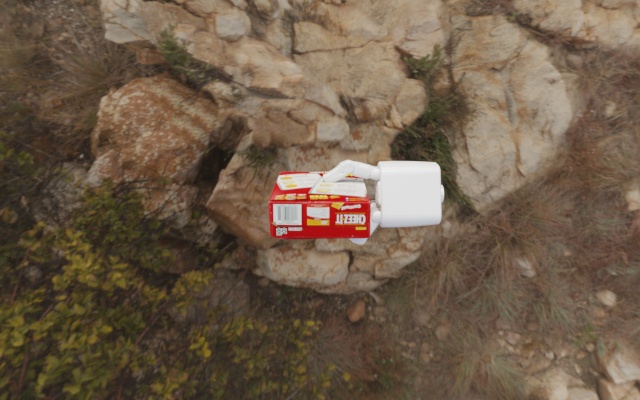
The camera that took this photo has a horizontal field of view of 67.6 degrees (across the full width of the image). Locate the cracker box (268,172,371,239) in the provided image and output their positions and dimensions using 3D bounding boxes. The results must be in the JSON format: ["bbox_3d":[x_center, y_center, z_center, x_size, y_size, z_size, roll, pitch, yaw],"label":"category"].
[{"bbox_3d":[0.000,0.003,0.857,0.164,0.072,0.213,0,16,1],"label":"cracker box"}]
